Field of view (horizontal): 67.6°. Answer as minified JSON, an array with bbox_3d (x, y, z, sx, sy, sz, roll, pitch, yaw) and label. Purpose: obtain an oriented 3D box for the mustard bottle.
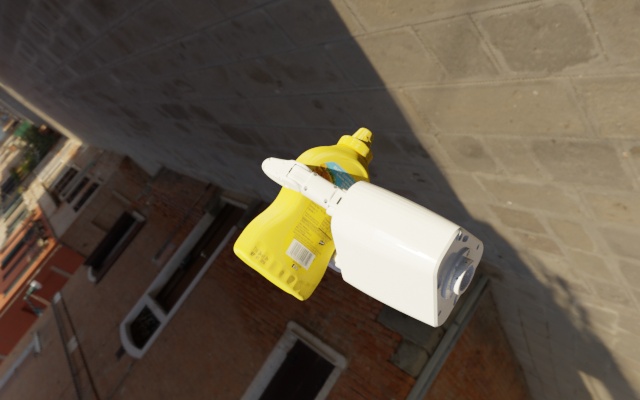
[{"bbox_3d":[0.000,0.002,0.504,0.096,0.191,0.058,43,-16,-30],"label":"mustard bottle"}]
